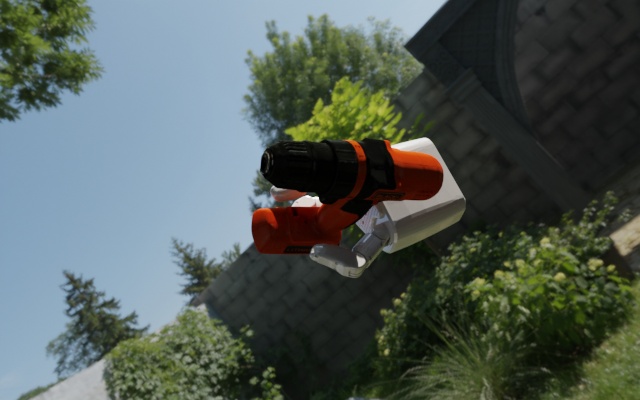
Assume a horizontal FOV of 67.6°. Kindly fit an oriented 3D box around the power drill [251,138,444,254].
[{"bbox_3d":[0.000,0.002,0.474,0.184,0.057,0.188,4,-24,-31],"label":"power drill"}]
